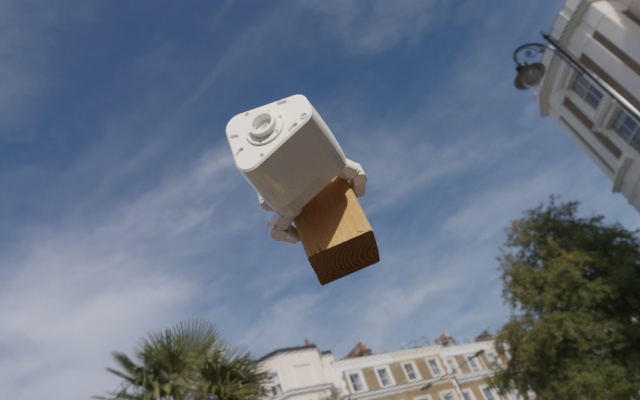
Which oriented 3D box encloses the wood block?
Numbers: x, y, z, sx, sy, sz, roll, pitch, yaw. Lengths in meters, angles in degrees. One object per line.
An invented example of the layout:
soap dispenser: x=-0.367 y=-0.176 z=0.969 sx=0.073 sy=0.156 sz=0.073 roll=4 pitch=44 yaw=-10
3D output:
wood block: x=0.000 y=0.002 z=0.684 sx=0.091 sy=0.206 sz=0.090 roll=-23 pitch=-36 yaw=-1
